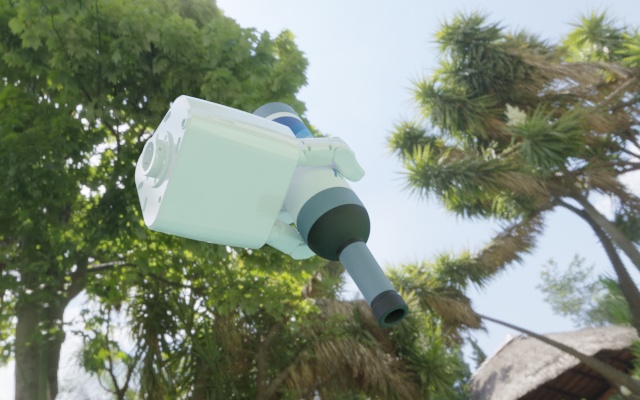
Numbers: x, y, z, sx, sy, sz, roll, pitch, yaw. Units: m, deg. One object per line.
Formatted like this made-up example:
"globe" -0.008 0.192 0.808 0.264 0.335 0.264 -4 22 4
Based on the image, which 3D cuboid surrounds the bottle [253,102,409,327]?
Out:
"bottle" 0.000 0.001 0.478 0.069 0.069 0.295 0 38 -31
